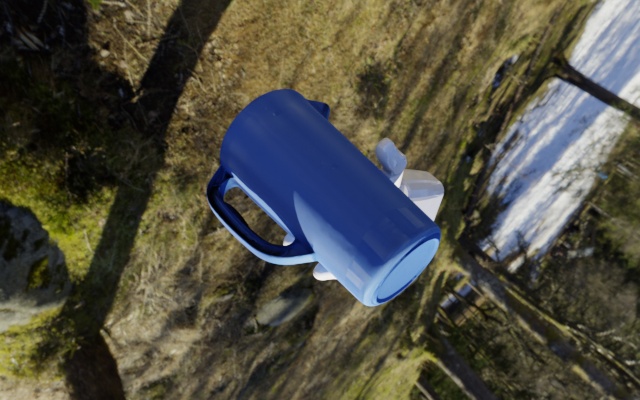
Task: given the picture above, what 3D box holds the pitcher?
[{"bbox_3d":[0.000,0.002,0.521,0.242,0.149,0.145,44,27,27],"label":"pitcher"}]
